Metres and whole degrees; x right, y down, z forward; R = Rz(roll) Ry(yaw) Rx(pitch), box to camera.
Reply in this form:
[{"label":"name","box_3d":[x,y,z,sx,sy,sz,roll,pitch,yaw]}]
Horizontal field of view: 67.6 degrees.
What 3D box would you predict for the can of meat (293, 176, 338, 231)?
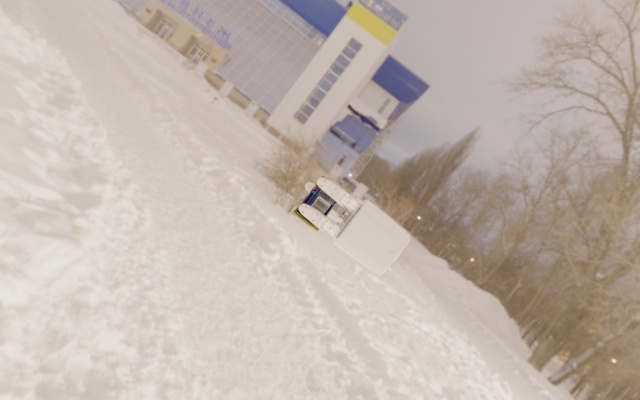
[{"label":"can of meat","box_3d":[0.000,0.003,0.872,0.057,0.084,0.102,38,4,0]}]
